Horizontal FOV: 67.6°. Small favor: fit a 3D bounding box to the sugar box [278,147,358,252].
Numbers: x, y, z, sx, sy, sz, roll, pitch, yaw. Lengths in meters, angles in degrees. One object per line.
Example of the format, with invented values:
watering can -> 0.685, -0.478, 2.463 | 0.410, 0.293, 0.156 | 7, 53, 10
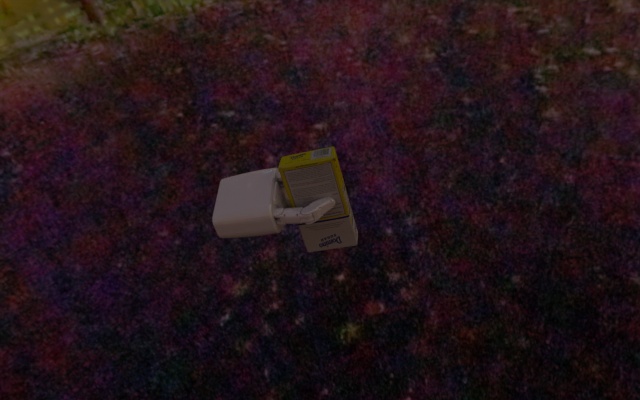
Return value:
sugar box -> 0.000, 0.002, 0.804 | 0.093, 0.176, 0.048 | -9, 34, 12
